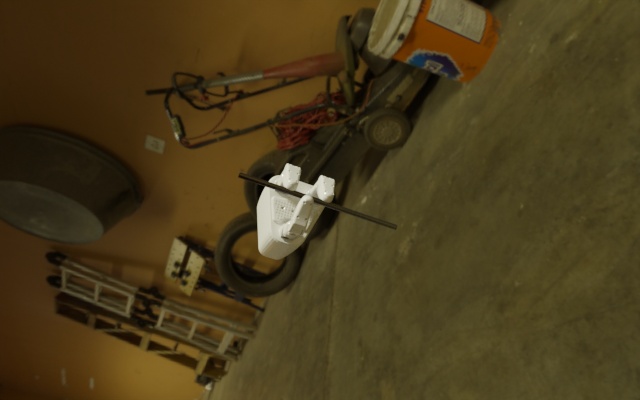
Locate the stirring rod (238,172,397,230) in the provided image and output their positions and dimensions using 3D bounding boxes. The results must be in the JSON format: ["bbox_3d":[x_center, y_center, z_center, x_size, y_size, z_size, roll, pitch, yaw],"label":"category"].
[{"bbox_3d":[0.000,0.002,0.677,0.239,0.011,0.011,19,-4,-13],"label":"stirring rod"}]
